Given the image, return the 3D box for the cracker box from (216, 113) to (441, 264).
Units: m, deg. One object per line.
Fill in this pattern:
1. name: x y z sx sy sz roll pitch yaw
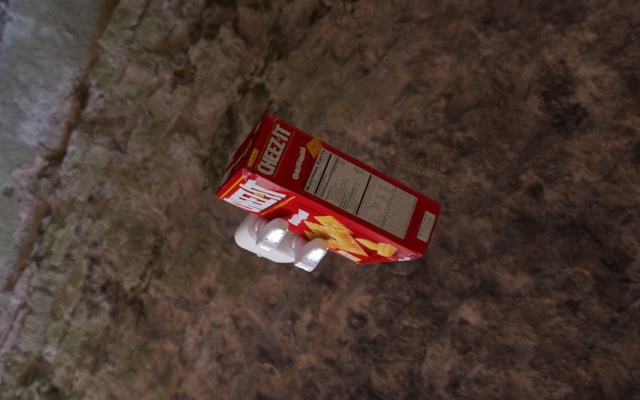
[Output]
1. cracker box: 0.000 0.002 0.550 0.214 0.072 0.164 26 -18 -15
